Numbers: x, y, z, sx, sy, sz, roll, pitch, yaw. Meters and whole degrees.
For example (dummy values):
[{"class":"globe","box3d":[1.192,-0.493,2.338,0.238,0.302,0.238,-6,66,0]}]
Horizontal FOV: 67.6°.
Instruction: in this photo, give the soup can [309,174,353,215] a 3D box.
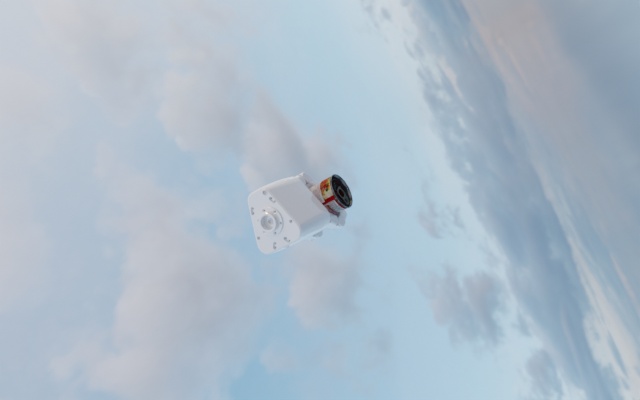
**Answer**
[{"class":"soup can","box3d":[0.000,0.003,0.900,0.102,0.068,0.068,-28,-14,28]}]
